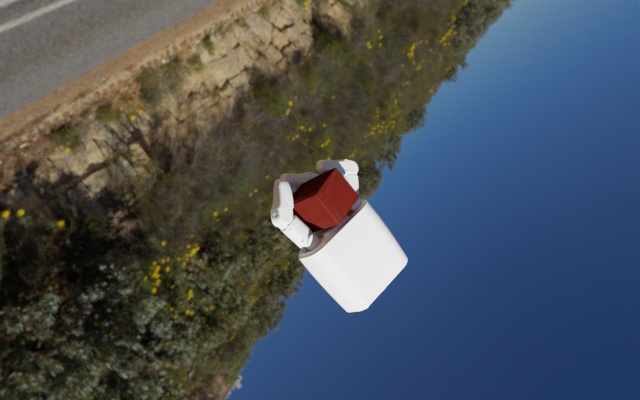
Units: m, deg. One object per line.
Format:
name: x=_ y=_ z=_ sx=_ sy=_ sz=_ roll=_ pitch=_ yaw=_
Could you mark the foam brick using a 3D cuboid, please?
foam brick: x=0.000 y=0.002 z=0.612 sx=0.078 sy=0.051 sz=0.053 roll=-23 pitch=23 yaw=51
